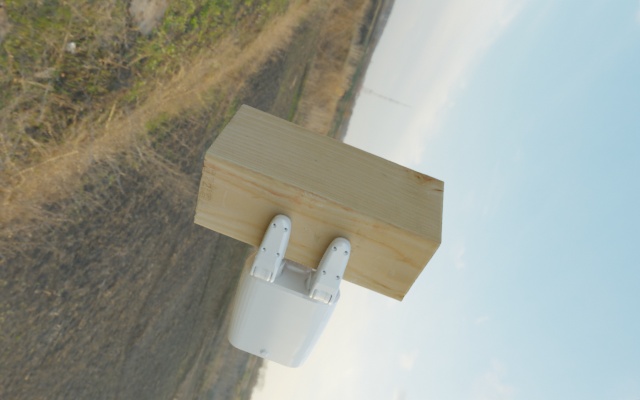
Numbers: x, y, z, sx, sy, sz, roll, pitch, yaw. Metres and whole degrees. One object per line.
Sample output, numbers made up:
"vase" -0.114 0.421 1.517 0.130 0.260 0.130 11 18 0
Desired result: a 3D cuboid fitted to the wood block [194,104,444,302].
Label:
"wood block" 0.000 0.002 0.448 0.206 0.090 0.090 21 40 -1
